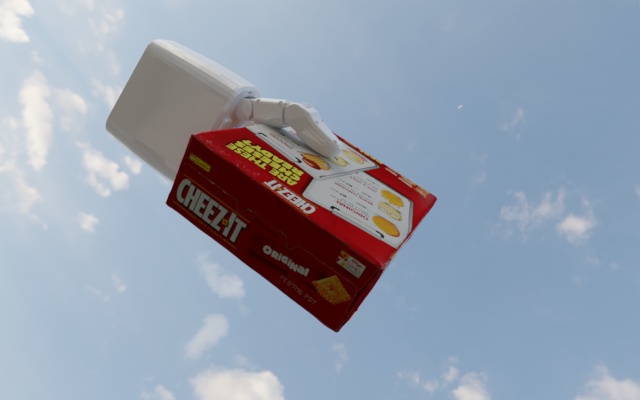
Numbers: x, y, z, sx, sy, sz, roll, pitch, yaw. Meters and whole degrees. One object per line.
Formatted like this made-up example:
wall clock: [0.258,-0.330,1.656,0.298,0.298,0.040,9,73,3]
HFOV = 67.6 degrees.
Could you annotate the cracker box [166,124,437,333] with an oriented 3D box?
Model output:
cracker box: [0.000,0.001,0.423,0.164,0.072,0.213,34,23,12]
